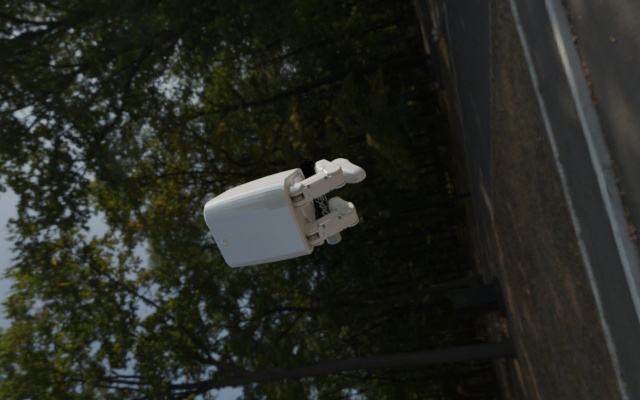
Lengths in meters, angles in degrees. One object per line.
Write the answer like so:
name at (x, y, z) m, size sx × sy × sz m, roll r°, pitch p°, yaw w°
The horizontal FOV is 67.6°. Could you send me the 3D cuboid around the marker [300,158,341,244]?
marker at (0.000, 0.002, 0.607) m, size 0.020 × 0.121 × 0.020 m, roll -16°, pitch 26°, yaw 8°
